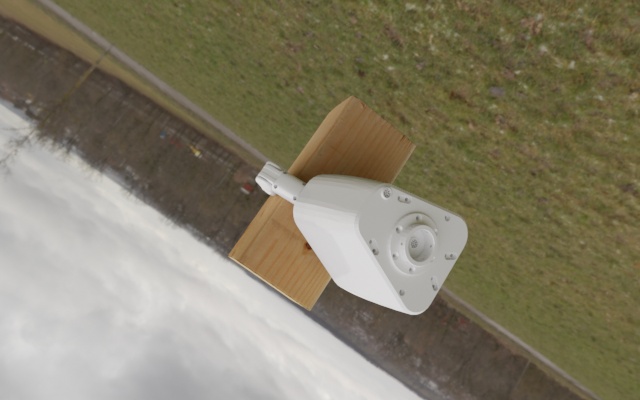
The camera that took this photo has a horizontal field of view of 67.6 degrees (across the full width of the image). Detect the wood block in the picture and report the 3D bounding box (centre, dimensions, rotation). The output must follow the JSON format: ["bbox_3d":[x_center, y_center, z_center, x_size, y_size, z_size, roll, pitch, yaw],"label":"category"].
[{"bbox_3d":[0.000,0.002,0.518,0.091,0.206,0.090,37,-13,-12],"label":"wood block"}]
